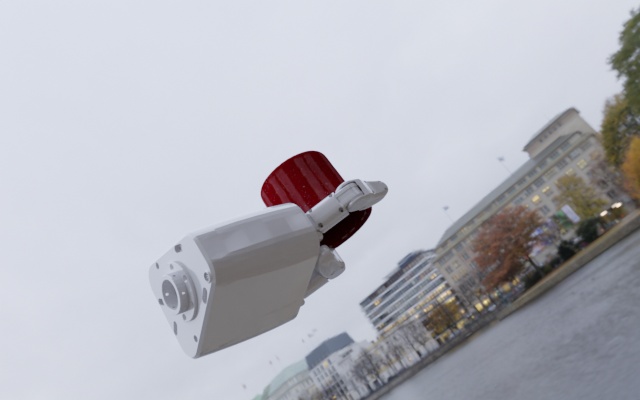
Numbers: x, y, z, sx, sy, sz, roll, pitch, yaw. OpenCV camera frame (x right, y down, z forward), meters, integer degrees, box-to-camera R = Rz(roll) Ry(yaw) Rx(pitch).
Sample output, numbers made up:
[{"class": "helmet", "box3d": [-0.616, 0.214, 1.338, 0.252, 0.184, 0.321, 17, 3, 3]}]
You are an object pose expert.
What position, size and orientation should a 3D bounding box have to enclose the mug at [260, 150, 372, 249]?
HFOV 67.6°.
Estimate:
[{"class": "mug", "box3d": [0.001, 0.001, 0.497, 0.117, 0.081, 0.093, -14, -30, -45]}]
